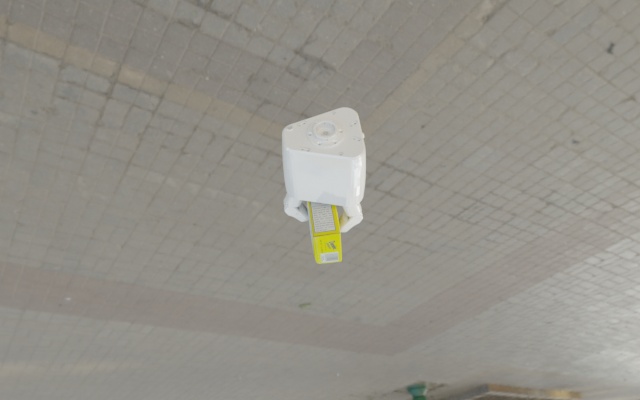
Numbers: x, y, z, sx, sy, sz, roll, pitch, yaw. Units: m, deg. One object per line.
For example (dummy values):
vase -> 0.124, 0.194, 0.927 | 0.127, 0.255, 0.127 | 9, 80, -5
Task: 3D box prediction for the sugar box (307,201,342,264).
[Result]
sugar box -> 0.001, 0.002, 0.761 | 0.048, 0.176, 0.093 | -6, -33, -1
